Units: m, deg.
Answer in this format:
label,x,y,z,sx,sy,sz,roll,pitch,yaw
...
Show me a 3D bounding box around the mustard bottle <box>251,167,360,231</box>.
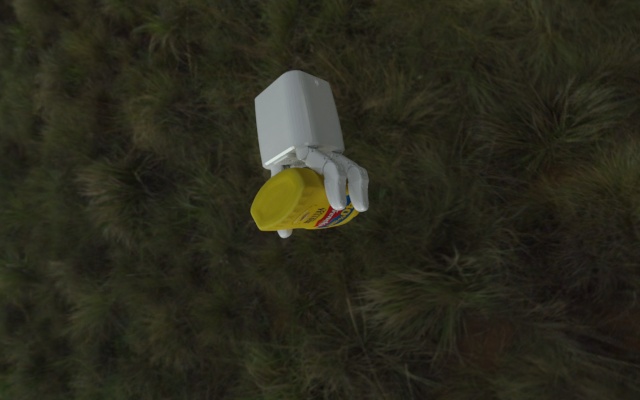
label,x,y,z,sx,sy,sz,roll,pitch,yaw
mustard bottle,0.000,0.002,0.662,0.096,0.058,0.191,-44,-26,26
